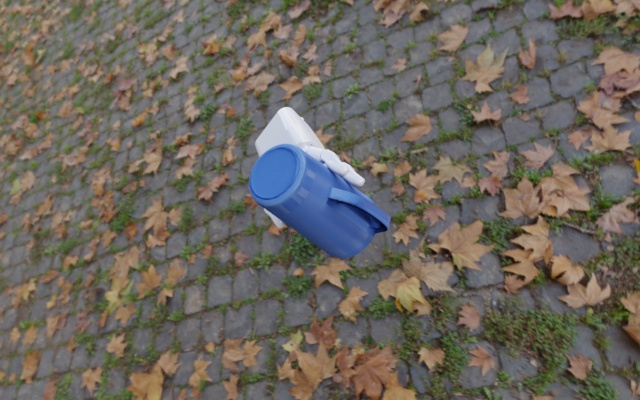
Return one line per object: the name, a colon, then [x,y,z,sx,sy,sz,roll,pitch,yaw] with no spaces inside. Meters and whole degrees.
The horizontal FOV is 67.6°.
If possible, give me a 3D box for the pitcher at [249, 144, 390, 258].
pitcher: [0.000,0.003,0.815,0.149,0.145,0.243,-38,-38,13]
